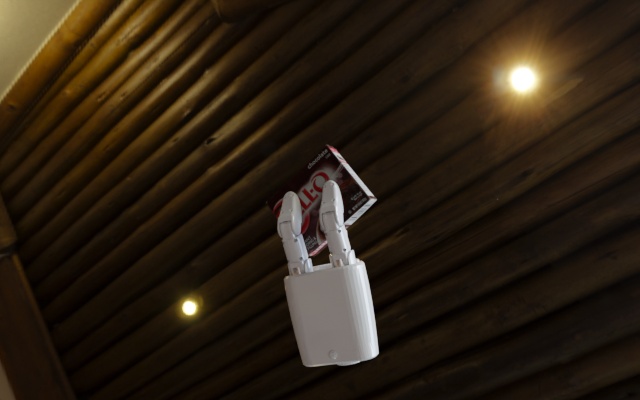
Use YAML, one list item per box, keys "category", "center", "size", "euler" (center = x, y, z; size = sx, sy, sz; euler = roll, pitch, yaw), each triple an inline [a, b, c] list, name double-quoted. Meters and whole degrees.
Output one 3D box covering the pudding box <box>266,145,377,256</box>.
- category: "pudding box"
  center: [0.000, 0.002, 0.596]
  size: [0.113, 0.090, 0.039]
  euler: [-42, -18, 13]
